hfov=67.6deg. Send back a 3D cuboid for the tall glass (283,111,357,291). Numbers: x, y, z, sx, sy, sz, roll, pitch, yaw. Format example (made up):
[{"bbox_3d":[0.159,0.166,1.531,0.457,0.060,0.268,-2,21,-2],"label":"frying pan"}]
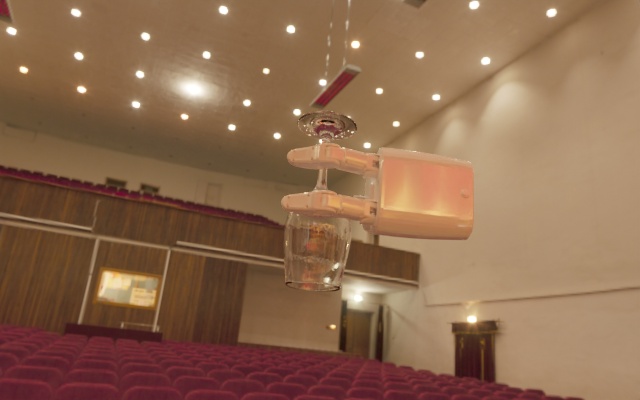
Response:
[{"bbox_3d":[0.000,0.001,0.560,0.079,0.201,0.079,5,-18,2],"label":"tall glass"}]
